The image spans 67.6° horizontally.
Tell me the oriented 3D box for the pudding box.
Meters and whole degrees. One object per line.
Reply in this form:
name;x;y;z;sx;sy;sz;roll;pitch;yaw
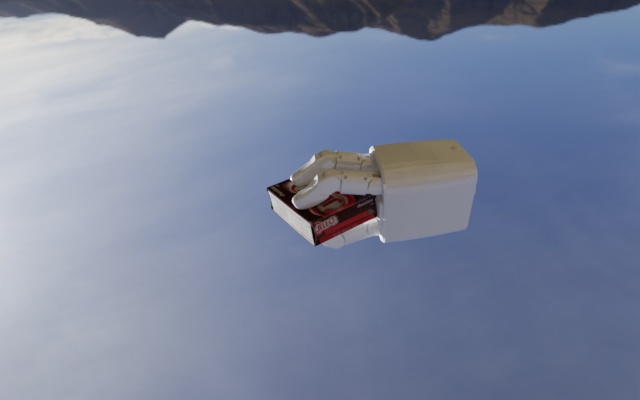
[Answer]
pudding box;0.000;0.002;0.579;0.090;0.039;0.113;-23;31;-25
